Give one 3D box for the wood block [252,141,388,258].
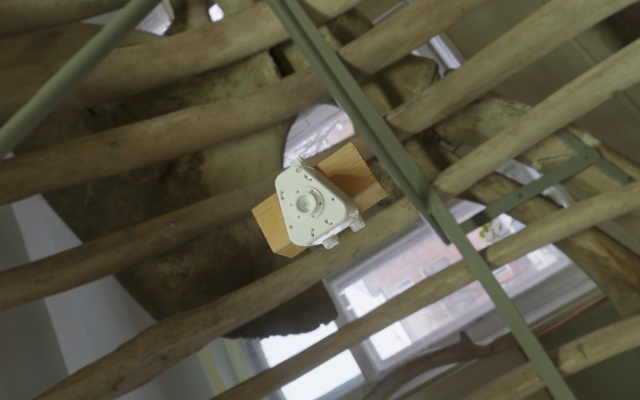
[{"bbox_3d":[0.000,0.002,0.822,0.206,0.090,0.090,-33,-20,8],"label":"wood block"}]
